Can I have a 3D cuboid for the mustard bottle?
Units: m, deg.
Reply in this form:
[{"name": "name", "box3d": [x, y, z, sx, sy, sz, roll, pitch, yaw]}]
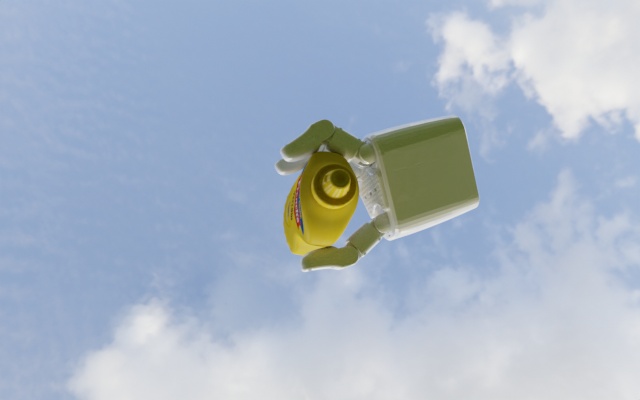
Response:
[{"name": "mustard bottle", "box3d": [0.000, 0.002, 0.500, 0.058, 0.096, 0.192, 8, -13, -10]}]
